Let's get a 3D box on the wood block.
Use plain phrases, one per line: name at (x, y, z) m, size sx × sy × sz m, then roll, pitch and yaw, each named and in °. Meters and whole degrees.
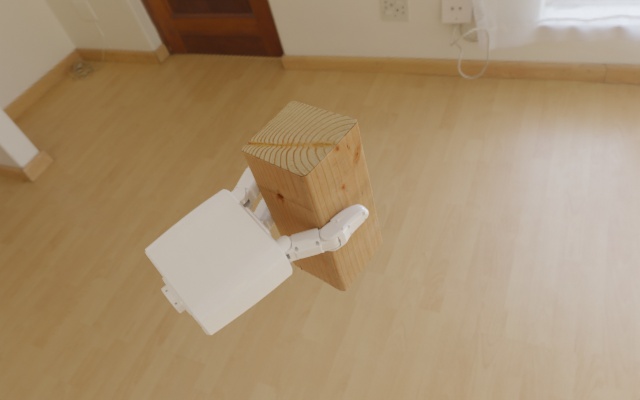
wood block at (0.000, 0.002, 0.554) m, size 0.091 × 0.090 × 0.206 m, roll 24°, pitch -31°, yaw 33°
